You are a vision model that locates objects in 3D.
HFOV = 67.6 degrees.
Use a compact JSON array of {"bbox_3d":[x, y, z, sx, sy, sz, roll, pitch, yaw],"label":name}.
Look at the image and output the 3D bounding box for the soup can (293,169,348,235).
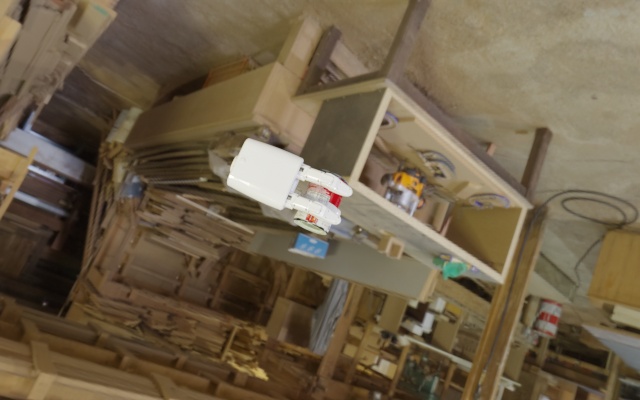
[{"bbox_3d":[0.000,0.003,0.866,0.068,0.102,0.068,22,-13,5],"label":"soup can"}]
